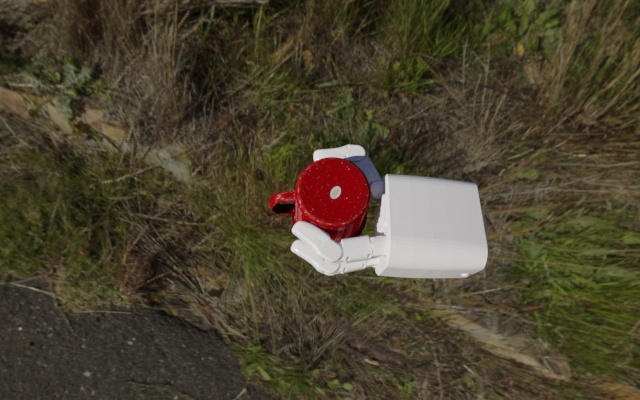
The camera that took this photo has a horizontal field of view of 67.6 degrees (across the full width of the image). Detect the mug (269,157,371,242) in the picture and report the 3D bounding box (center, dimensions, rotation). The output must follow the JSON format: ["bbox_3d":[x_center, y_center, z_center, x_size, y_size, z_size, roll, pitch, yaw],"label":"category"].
[{"bbox_3d":[-0.001,0.002,0.542,0.117,0.093,0.081,2,-19,-2],"label":"mug"}]
